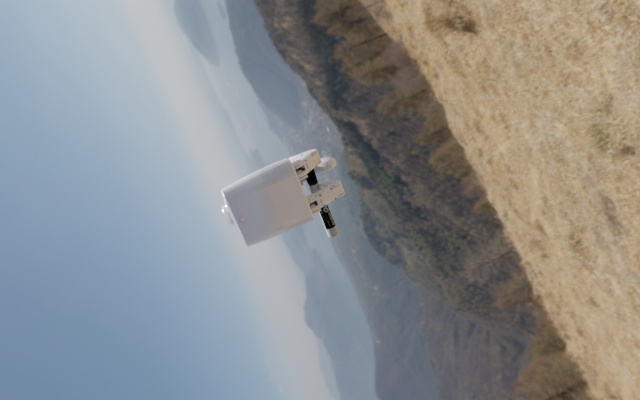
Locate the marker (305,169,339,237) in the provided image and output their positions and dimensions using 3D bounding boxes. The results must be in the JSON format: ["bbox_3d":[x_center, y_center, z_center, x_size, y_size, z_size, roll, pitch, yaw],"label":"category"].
[{"bbox_3d":[0.000,0.002,0.765,0.020,0.121,0.020,-20,17,6],"label":"marker"}]
